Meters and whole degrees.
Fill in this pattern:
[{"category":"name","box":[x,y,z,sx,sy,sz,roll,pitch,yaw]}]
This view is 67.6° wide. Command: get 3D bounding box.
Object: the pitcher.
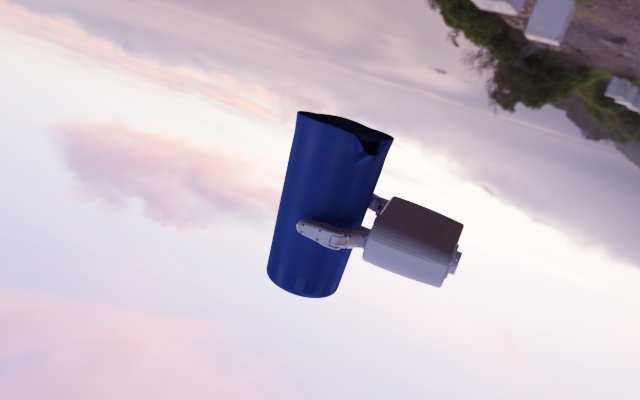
[{"category":"pitcher","box":[0.000,0.002,0.667,0.145,0.243,0.149,20,16,15]}]
